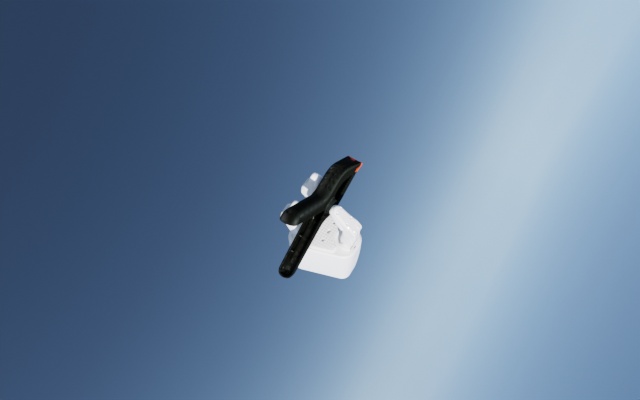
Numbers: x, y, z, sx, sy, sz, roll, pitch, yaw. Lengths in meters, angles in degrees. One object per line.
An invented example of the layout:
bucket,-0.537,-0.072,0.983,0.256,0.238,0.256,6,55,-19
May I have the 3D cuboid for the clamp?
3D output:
clamp,0.001,0.002,0.700,0.036,0.210,0.165,30,-26,13
